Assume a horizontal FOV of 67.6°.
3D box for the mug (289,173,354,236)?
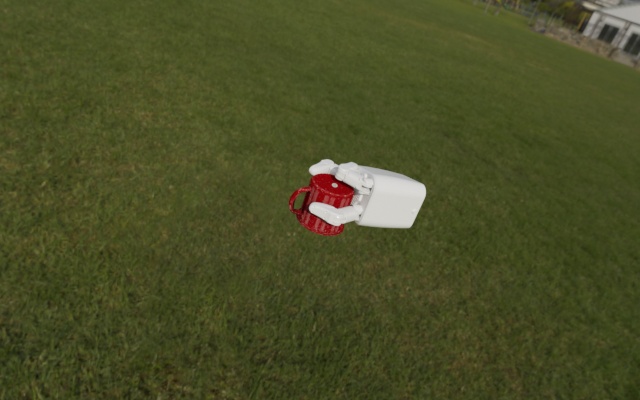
[{"bbox_3d":[-0.001,0.002,0.855,0.117,0.081,0.093,7,30,-23],"label":"mug"}]
